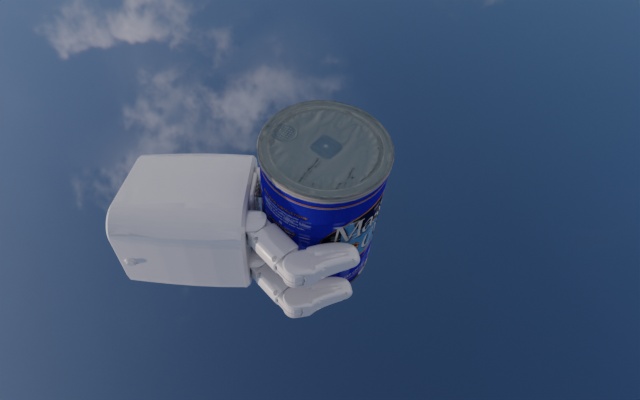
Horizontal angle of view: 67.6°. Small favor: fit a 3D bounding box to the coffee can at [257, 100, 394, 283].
[{"bbox_3d":[0.000,0.001,0.410,0.103,0.102,0.140,0,-38,-4],"label":"coffee can"}]
